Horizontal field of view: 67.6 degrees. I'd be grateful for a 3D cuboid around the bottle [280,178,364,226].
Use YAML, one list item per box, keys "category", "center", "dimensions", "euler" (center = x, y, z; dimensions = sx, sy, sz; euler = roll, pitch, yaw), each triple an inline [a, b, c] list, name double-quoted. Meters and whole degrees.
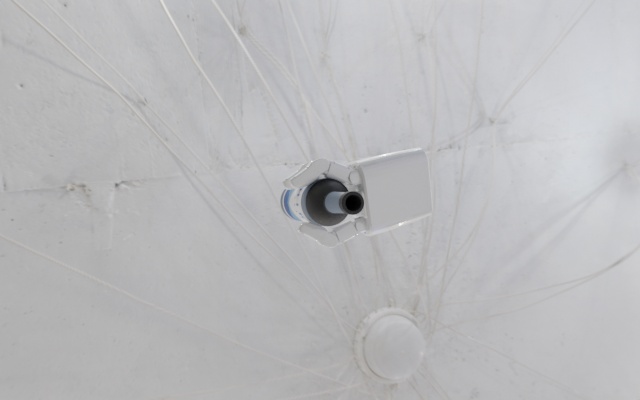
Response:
- category: "bottle"
  center: [0.000, 0.002, 0.689]
  dimensions: [0.069, 0.069, 0.295]
  euler: [0, 0, -15]
